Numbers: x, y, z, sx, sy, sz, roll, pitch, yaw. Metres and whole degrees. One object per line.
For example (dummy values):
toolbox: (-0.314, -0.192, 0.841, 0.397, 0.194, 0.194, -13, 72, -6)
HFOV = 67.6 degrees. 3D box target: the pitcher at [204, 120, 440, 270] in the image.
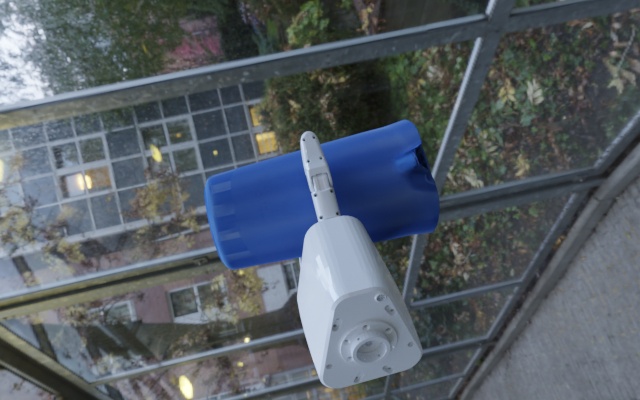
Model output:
pitcher: (0.000, 0.002, 0.552, 0.243, 0.149, 0.145, -13, 34, -5)
